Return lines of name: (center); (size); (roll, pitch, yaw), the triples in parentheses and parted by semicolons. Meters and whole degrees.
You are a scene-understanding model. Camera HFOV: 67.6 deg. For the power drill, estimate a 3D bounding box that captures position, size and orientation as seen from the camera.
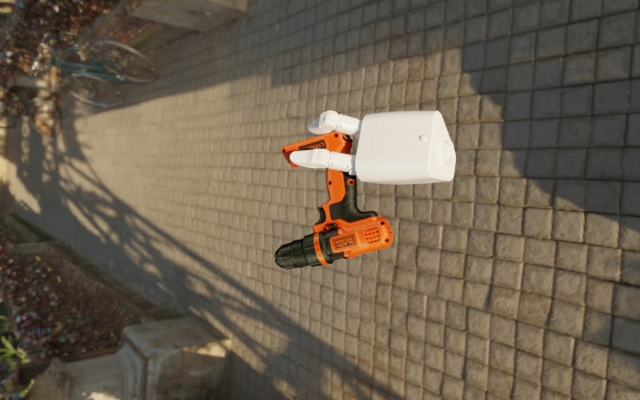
power drill: (0.000, 0.002, 0.719); (0.184, 0.187, 0.057); (-15, -3, 14)
